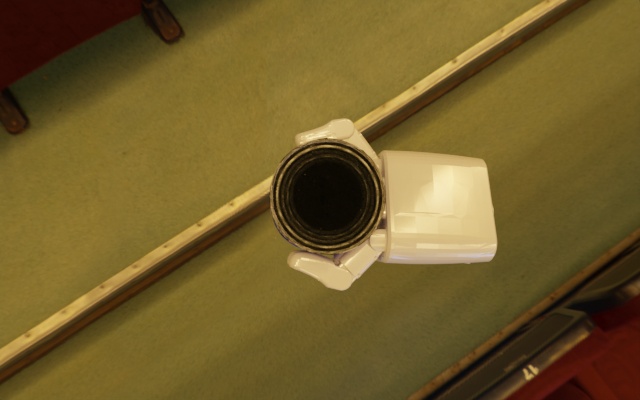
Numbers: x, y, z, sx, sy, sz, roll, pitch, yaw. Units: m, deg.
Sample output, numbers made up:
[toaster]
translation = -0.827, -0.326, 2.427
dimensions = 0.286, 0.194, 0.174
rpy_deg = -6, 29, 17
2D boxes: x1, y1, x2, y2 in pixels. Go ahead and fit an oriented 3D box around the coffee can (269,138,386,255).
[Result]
[coffee can]
translation = 0.000, 0.002, 0.483
dimensions = 0.103, 0.103, 0.140
rpy_deg = 0, -4, -5
